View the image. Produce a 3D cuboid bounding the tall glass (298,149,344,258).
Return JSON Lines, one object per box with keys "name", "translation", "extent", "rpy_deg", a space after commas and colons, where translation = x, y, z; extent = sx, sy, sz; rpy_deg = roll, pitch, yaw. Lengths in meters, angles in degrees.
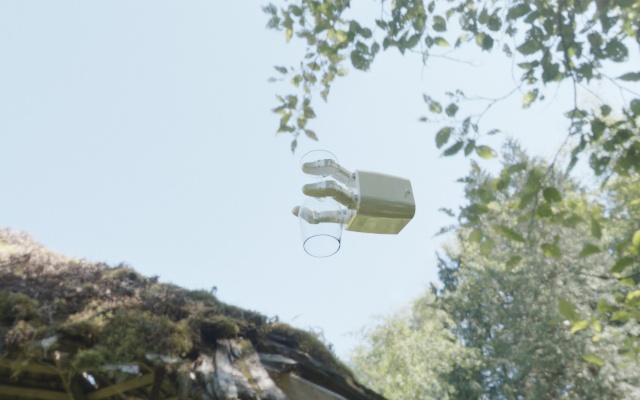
{"name": "tall glass", "translation": [0.000, 0.002, 0.849], "extent": [0.079, 0.200, 0.079], "rpy_deg": [-1, -43, -1]}
